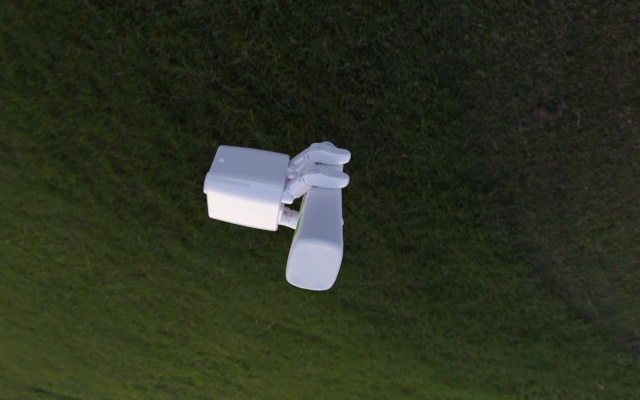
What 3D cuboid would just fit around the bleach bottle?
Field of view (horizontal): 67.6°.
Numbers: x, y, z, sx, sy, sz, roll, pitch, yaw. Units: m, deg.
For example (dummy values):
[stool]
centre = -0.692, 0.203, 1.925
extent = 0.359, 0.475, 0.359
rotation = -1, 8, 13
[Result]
[bleach bottle]
centre = 0.000, 0.002, 0.706
extent = 0.068, 0.103, 0.250
rotation = 11, 41, -5
